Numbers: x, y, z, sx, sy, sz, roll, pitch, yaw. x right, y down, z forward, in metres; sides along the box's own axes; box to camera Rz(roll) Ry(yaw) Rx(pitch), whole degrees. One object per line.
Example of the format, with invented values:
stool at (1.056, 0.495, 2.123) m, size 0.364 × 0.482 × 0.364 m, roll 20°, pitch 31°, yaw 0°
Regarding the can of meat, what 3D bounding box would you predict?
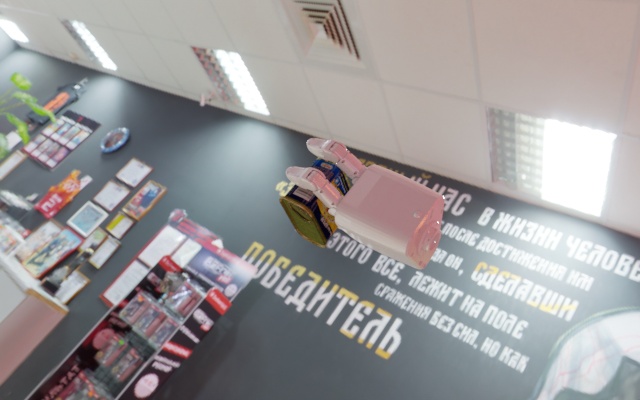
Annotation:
can of meat at (0.000, 0.002, 0.666) m, size 0.057 × 0.084 × 0.102 m, roll 25°, pitch -25°, yaw 34°
